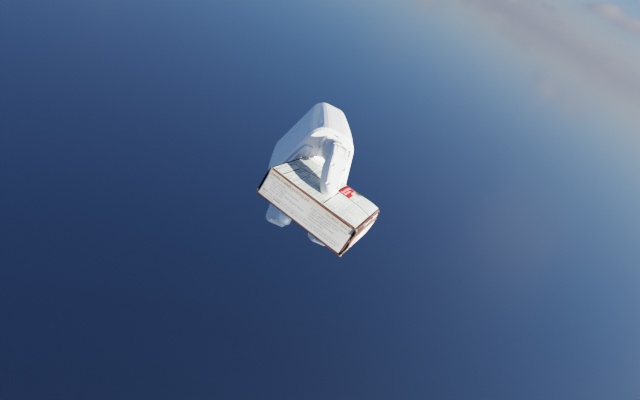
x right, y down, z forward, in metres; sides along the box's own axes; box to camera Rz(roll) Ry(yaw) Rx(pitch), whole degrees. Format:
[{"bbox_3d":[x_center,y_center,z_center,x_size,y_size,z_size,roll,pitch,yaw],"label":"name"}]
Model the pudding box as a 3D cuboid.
[{"bbox_3d":[0.000,0.002,0.515,0.113,0.039,0.090,35,24,12],"label":"pudding box"}]
